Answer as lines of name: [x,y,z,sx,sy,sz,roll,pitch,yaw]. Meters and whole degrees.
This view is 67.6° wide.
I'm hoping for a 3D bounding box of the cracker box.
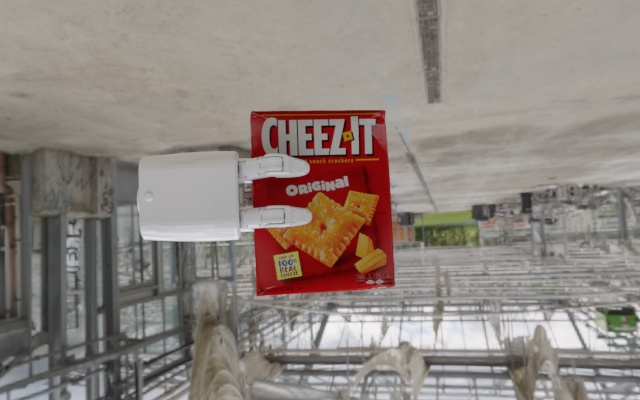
cracker box: [0.000,0.002,0.576,0.164,0.213,0.072,-2,-4,-7]
